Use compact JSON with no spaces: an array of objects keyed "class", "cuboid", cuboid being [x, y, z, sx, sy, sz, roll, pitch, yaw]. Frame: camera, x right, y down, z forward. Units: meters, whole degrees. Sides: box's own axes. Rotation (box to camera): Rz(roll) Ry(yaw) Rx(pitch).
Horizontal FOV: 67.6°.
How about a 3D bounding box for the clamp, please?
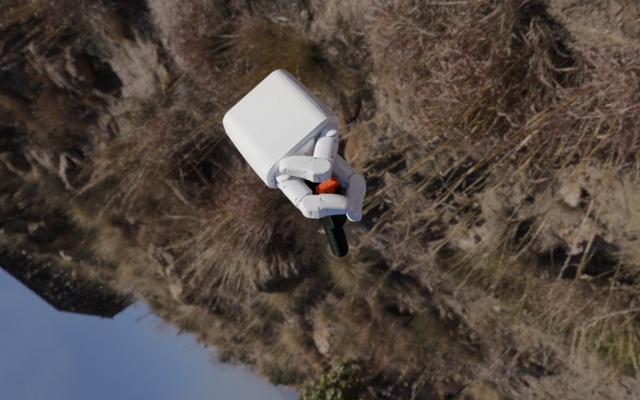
[{"class":"clamp","cuboid":[0.000,0.002,0.648,0.039,0.120,0.172,-35,-23,-16]}]
